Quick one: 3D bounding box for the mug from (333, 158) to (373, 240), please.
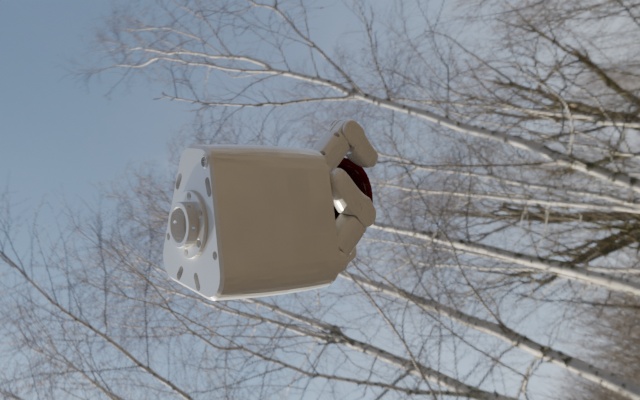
[{"bbox_3d":[0.001,0.002,0.484,0.117,0.093,0.081,2,6,-43],"label":"mug"}]
